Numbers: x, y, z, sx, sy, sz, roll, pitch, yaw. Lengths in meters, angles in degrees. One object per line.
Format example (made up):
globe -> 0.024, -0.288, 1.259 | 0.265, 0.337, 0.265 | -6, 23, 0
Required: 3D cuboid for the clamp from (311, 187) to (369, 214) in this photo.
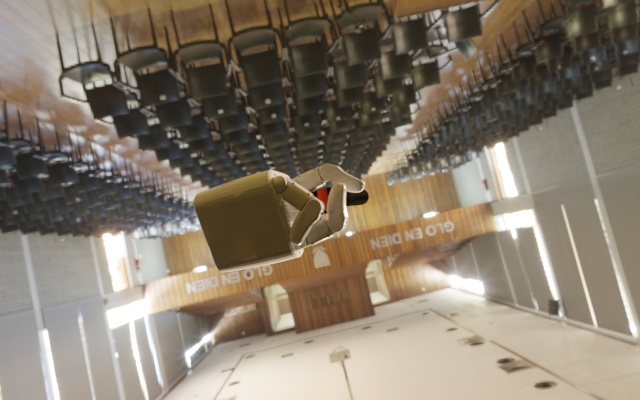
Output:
clamp -> 0.000, 0.003, 0.679 | 0.120, 0.039, 0.171 | -16, -6, 13
